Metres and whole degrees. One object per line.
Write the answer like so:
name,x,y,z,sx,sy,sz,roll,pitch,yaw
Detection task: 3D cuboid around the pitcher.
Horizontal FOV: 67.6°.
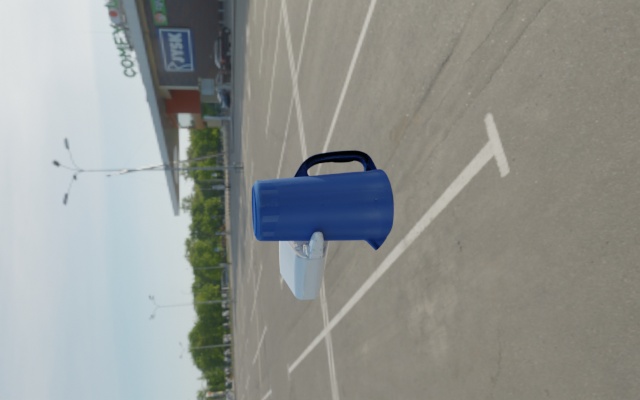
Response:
pitcher,0.000,0.003,0.864,0.243,0.145,0.149,-2,33,-12
